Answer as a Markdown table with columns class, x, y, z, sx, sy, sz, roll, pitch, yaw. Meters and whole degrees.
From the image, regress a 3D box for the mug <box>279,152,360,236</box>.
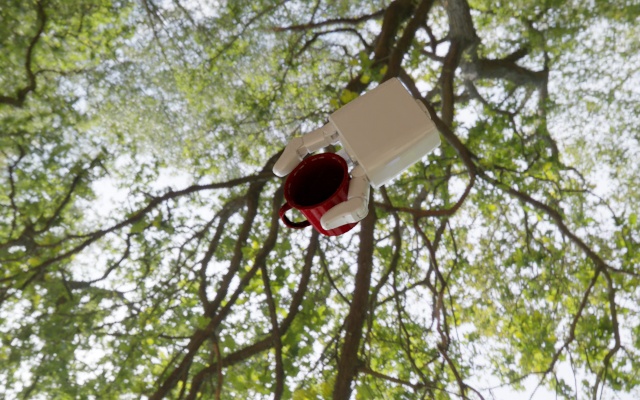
| class | x | y | z | sx | sy | sz | roll | pitch | yaw |
| --- | --- | --- | --- | --- | --- | --- | --- | --- | --- |
| mug | -0.001 | 0.003 | 0.649 | 0.117 | 0.093 | 0.081 | -32 | -45 | 5 |
